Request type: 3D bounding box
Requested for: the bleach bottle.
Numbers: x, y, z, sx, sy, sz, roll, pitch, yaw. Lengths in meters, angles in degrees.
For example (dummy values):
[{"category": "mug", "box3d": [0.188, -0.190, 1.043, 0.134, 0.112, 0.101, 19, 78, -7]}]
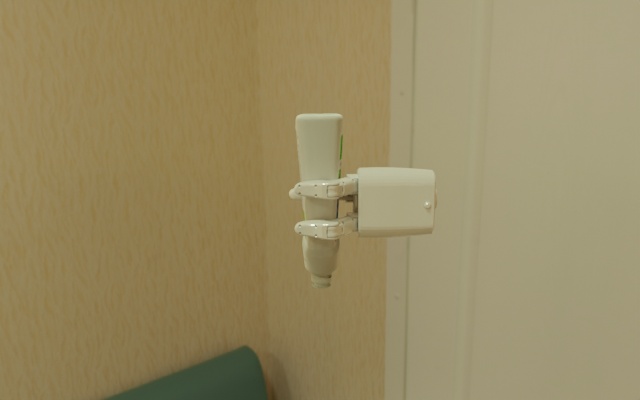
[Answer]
[{"category": "bleach bottle", "box3d": [0.000, 0.002, 0.696, 0.068, 0.251, 0.102, 0, 13, 1]}]
